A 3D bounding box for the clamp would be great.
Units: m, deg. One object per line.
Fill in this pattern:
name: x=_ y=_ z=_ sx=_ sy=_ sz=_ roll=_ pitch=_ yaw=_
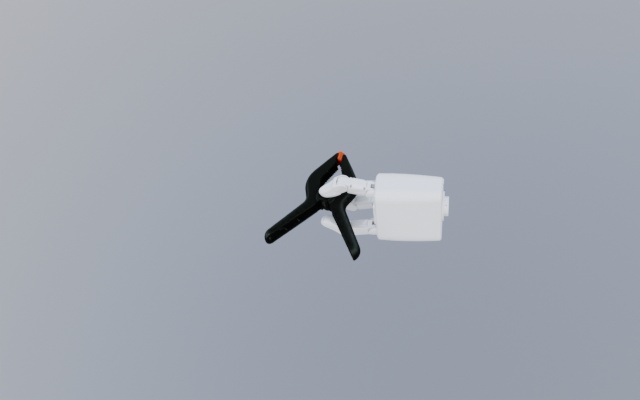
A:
clamp: x=0.000 y=0.002 z=0.824 sx=0.164 sy=0.209 sz=0.036 roll=4 pitch=-34 yaw=13
